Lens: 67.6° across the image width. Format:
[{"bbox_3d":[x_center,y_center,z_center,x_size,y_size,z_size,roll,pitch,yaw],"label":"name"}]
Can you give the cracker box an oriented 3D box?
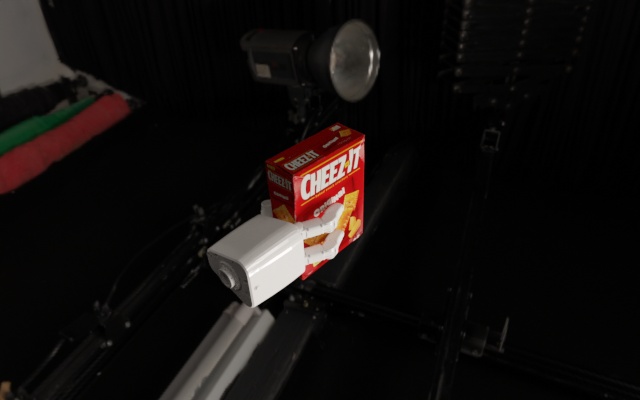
[{"bbox_3d":[0.000,0.003,0.799,0.072,0.214,0.164,29,47,34],"label":"cracker box"}]
